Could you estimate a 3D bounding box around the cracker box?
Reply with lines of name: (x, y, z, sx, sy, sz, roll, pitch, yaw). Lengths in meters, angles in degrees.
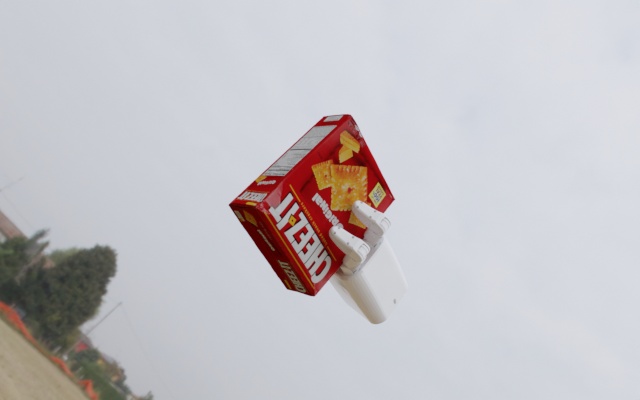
cracker box: (0.000, 0.002, 0.684, 0.072, 0.164, 0.213, 3, 42, 48)
